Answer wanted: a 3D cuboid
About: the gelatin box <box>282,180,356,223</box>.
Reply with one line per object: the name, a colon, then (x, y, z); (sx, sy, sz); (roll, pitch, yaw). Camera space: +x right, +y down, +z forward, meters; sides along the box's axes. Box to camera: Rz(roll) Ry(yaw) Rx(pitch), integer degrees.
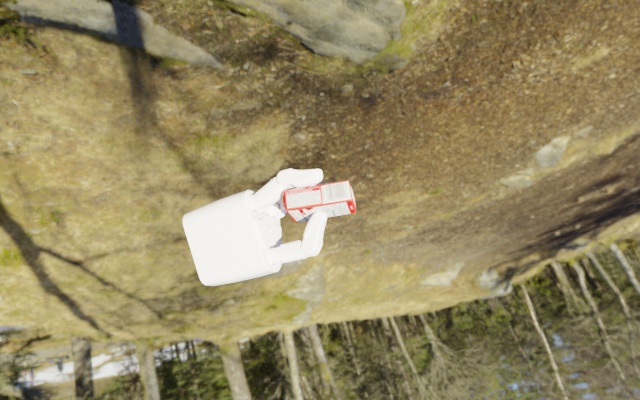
gelatin box: (0.000, 0.002, 0.637); (0.089, 0.030, 0.073); (-9, -16, 6)
